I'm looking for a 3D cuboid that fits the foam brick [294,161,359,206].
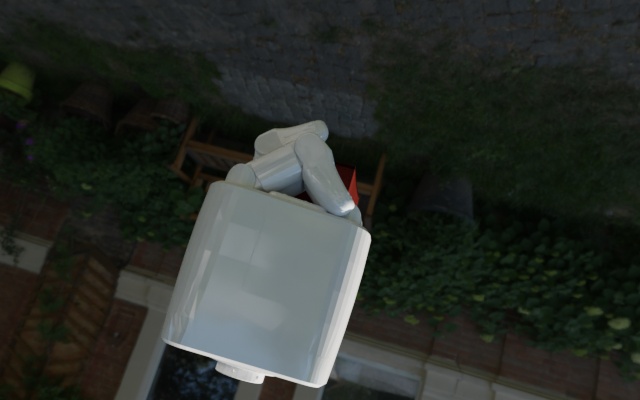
[{"bbox_3d":[0.000,0.001,0.403,0.053,0.051,0.078,14,-15,12],"label":"foam brick"}]
